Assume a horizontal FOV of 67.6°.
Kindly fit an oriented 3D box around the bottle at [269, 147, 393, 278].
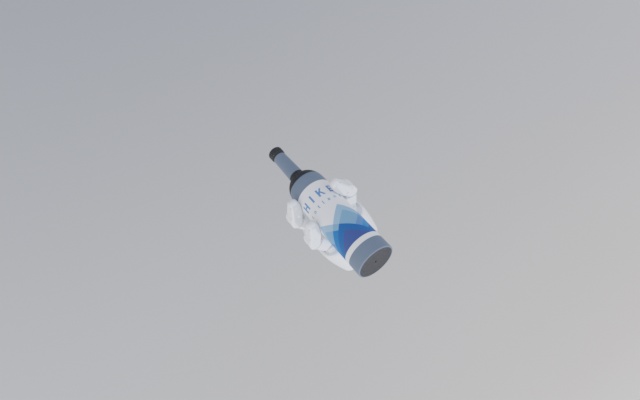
[{"bbox_3d":[0.000,0.003,0.804,0.069,0.069,0.295,0,38,-47],"label":"bottle"}]
